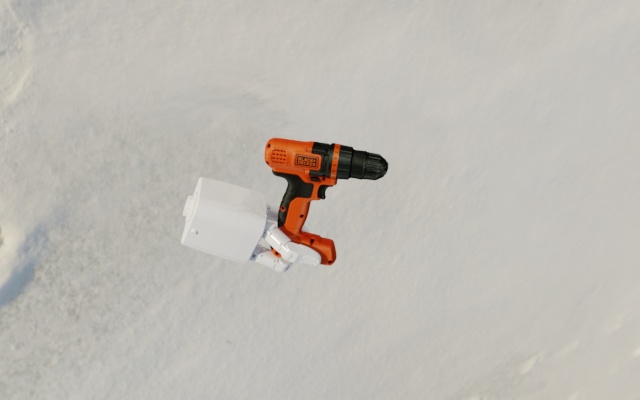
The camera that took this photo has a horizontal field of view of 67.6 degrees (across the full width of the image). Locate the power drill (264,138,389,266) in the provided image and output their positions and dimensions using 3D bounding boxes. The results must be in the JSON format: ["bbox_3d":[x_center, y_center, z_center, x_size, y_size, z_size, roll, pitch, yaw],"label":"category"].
[{"bbox_3d":[0.000,0.003,0.732,0.184,0.188,0.057,9,18,4],"label":"power drill"}]
